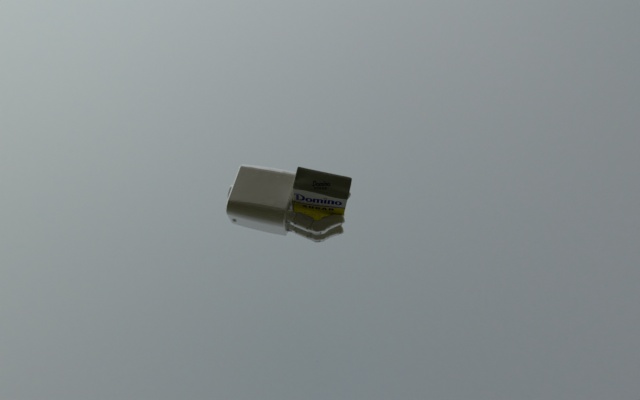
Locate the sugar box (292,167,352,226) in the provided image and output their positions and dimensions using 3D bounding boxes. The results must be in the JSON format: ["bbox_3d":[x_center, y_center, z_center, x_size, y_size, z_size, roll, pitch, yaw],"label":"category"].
[{"bbox_3d":[0.000,0.003,0.840,0.093,0.048,0.176,12,-18,3],"label":"sugar box"}]
